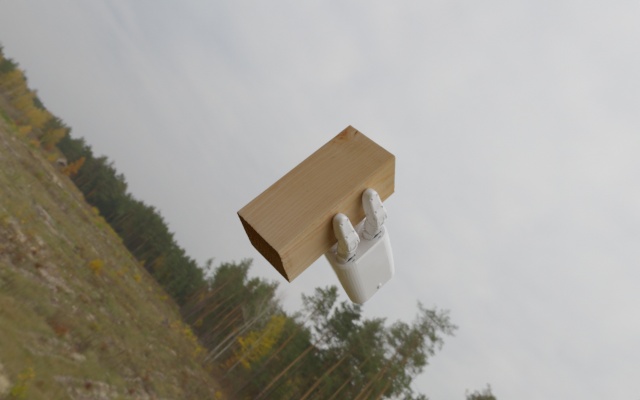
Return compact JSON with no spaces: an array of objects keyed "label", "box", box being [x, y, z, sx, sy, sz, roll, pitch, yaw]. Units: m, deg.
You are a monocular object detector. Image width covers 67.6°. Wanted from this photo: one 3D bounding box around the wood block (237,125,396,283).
[{"label":"wood block","box":[0.000,0.002,0.663,0.090,0.206,0.090,40,-22,29]}]
